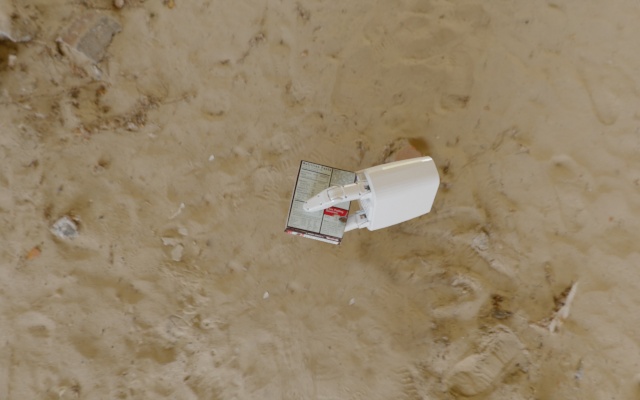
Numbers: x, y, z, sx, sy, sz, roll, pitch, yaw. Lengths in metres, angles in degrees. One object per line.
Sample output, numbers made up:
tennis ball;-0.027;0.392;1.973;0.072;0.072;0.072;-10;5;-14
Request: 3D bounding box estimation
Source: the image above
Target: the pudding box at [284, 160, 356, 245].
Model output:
pudding box;0.000;0.002;0.729;0.090;0.113;0.039;13;-17;-3
